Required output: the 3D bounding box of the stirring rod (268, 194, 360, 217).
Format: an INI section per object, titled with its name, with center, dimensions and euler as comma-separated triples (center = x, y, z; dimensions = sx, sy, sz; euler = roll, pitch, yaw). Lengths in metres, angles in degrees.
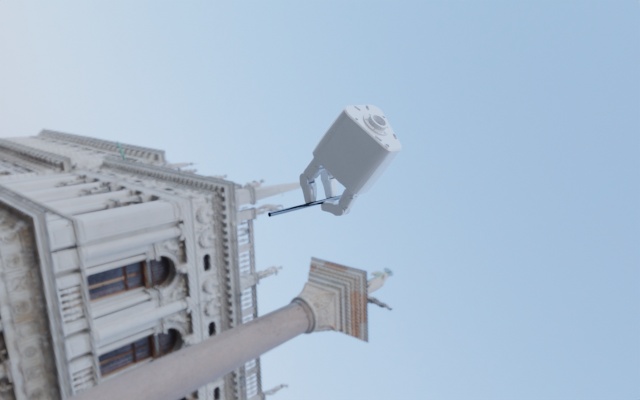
[stirring rod]
center = 0.000, 0.003, 0.860
dimensions = 0.011, 0.011, 0.239
euler = 0, 10, 45
